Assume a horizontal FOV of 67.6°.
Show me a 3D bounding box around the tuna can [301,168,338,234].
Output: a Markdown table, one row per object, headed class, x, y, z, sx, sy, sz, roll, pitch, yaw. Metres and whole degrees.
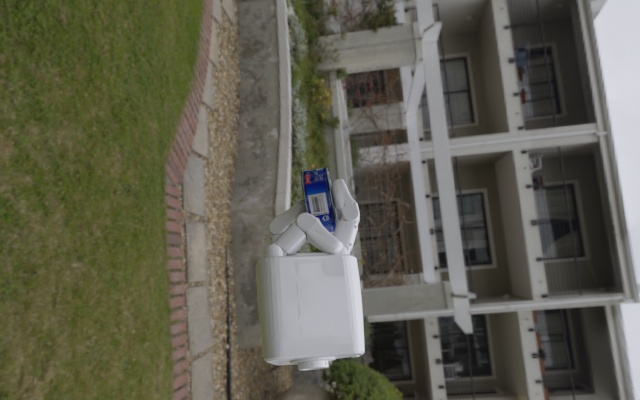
| class | x | y | z | sx | sy | sz | roll | pitch | yaw |
| --- | --- | --- | --- | --- | --- | --- | --- | --- | --- |
| tuna can | 0.001 | 0.002 | 0.604 | 0.034 | 0.086 | 0.086 | -10 | -1 | 4 |
